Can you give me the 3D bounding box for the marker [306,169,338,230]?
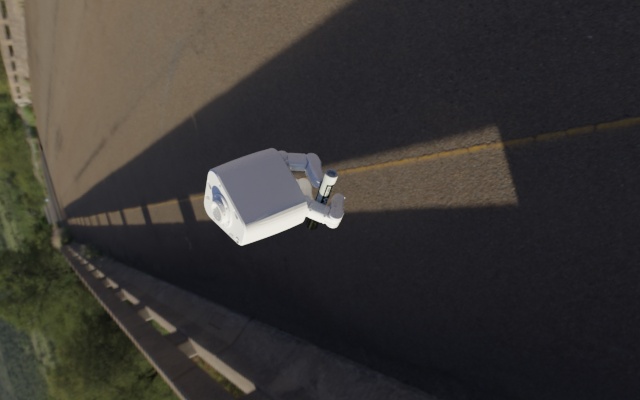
[{"bbox_3d":[0.000,0.002,0.711,0.020,0.020,0.121,0,-42,-20],"label":"marker"}]
